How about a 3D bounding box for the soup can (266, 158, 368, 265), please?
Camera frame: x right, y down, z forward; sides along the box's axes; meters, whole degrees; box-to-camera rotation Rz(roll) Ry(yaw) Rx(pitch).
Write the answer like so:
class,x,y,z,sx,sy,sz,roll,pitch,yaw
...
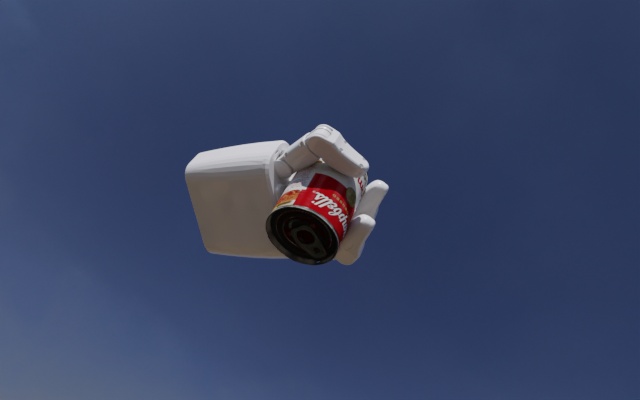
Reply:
class,x,y,z,sx,sy,sz,roll,pitch,yaw
soup can,0.001,0.001,0.450,0.068,0.068,0.102,0,37,25
